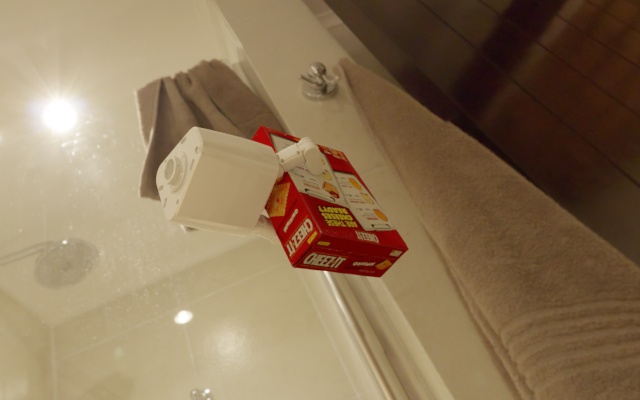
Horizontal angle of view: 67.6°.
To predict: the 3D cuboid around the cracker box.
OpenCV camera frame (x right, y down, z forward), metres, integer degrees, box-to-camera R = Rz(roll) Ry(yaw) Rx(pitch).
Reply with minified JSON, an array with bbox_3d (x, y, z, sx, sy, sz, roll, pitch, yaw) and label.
[{"bbox_3d":[0.000,0.002,0.662,0.164,0.072,0.213,13,35,-41],"label":"cracker box"}]
